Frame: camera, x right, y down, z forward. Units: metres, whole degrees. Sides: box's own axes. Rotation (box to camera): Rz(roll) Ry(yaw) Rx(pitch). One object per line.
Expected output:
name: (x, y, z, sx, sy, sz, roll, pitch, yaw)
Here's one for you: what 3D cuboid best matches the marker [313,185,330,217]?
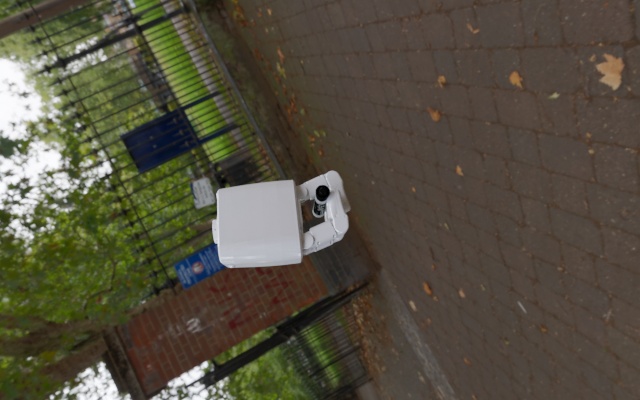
marker: (0.000, 0.002, 0.669, 0.020, 0.020, 0.121, 0, -14, -3)
